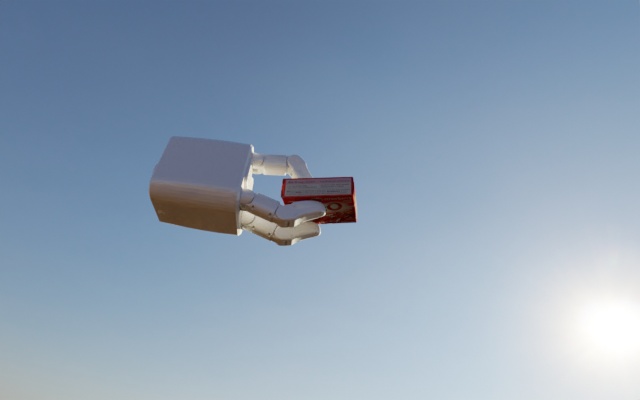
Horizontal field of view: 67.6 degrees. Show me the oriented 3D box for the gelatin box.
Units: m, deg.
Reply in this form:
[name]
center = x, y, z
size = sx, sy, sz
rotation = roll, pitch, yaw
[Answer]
[gelatin box]
center = 0.000, 0.002, 0.601
size = 0.089, 0.030, 0.073
rotation = -2, -30, 7
